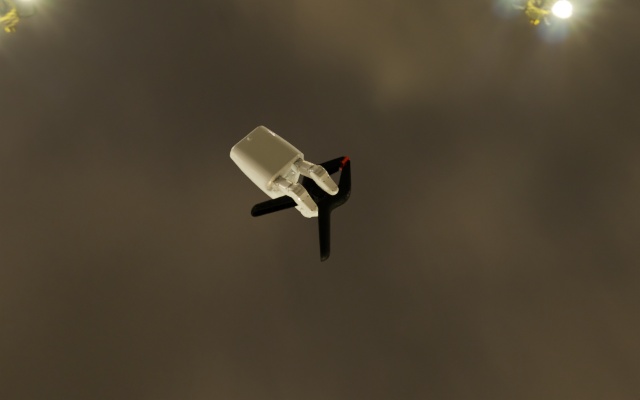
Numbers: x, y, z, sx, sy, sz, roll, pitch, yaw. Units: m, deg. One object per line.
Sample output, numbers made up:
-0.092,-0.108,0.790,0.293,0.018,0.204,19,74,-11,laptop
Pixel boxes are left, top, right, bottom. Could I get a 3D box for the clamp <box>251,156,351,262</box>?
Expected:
0.000,0.003,0.880,0.164,0.210,0.036,39,-24,16,clamp
